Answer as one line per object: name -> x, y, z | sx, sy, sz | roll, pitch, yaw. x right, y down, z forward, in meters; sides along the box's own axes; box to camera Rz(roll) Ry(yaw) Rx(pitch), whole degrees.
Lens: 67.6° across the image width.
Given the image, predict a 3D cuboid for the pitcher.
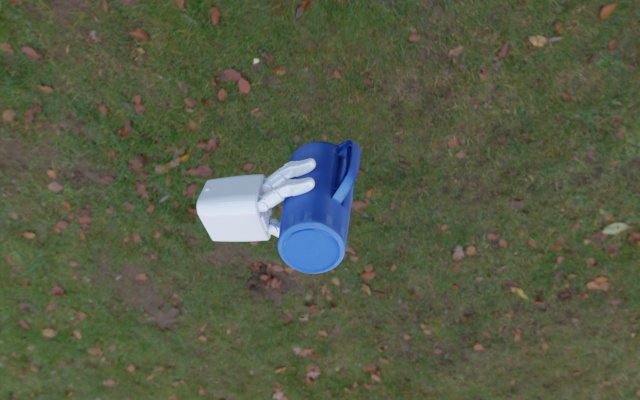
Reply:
pitcher -> 0.000, 0.003, 0.836 | 0.145, 0.149, 0.242 | -2, 35, 6
